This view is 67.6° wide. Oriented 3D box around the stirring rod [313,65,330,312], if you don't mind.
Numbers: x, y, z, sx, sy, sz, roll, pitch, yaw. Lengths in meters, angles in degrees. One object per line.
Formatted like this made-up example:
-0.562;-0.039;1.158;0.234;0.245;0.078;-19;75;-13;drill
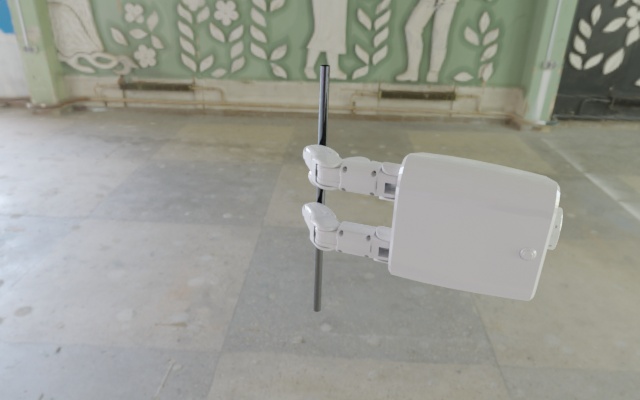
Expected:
0.000;0.001;0.432;0.011;0.240;0.011;2;25;-1;stirring rod
